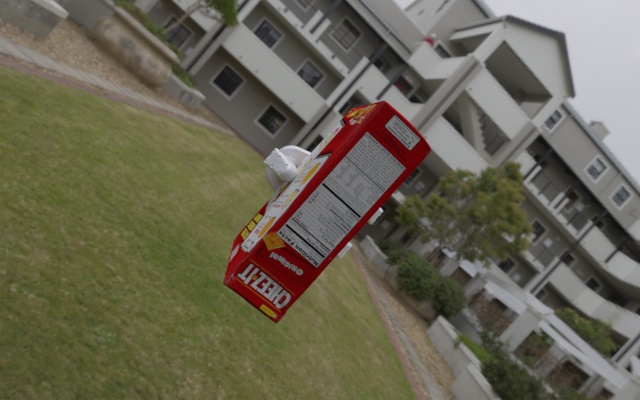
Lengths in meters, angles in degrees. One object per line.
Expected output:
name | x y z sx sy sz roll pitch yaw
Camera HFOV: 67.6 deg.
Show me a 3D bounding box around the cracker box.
cracker box | 0.000 0.001 0.492 0.072 0.214 0.164 41 2 -11
